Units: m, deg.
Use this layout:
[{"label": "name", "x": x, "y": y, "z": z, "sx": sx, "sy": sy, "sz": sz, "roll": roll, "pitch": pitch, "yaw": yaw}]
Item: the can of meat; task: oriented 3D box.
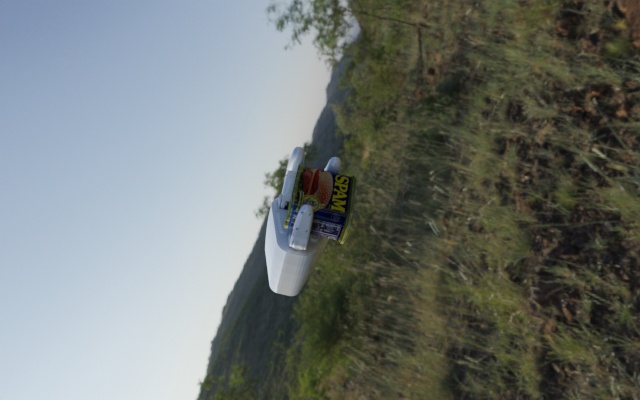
[{"label": "can of meat", "x": 0.000, "y": 0.002, "z": 0.661, "sx": 0.084, "sy": 0.102, "sz": 0.057, "roll": 13, "pitch": -44, "yaw": -3}]
